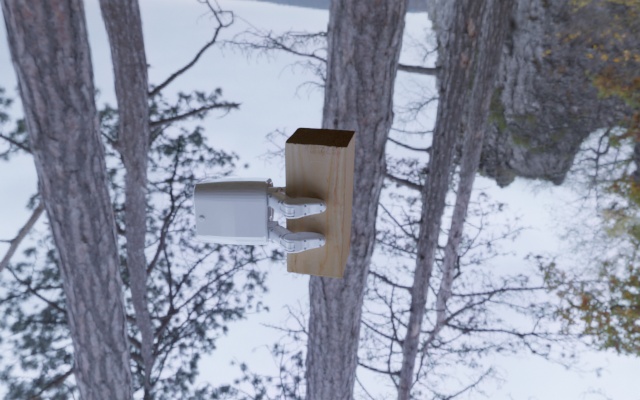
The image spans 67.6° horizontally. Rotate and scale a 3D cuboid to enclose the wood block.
[{"bbox_3d":[0.000,0.002,0.724,0.090,0.206,0.090,5,24,9],"label":"wood block"}]
